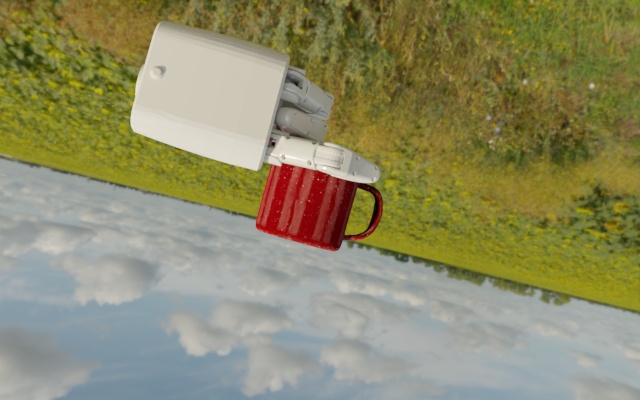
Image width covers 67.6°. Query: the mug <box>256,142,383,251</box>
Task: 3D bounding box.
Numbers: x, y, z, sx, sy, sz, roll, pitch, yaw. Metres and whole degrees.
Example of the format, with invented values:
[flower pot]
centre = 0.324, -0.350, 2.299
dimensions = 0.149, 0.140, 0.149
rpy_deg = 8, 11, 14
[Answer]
[mug]
centre = 0.001, 0.002, 0.442
dimensions = 0.117, 0.081, 0.093
rpy_deg = 16, -4, -8
